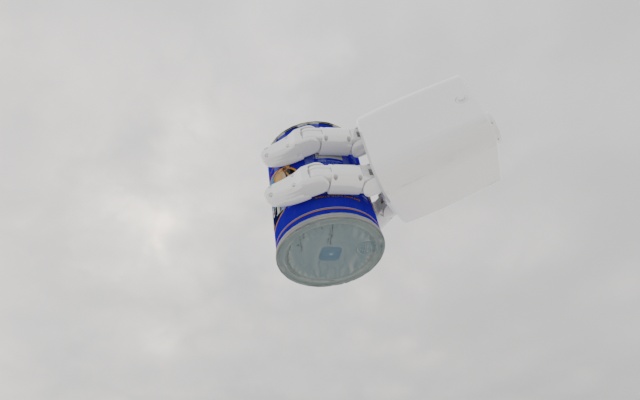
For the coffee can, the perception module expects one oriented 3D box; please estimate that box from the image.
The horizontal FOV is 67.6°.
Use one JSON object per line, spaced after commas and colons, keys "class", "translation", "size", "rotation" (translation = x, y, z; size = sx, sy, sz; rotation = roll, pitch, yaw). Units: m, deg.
{"class": "coffee can", "translation": [0.000, 0.002, 0.490], "size": [0.103, 0.140, 0.103], "rotation": [-6, -44, -6]}
